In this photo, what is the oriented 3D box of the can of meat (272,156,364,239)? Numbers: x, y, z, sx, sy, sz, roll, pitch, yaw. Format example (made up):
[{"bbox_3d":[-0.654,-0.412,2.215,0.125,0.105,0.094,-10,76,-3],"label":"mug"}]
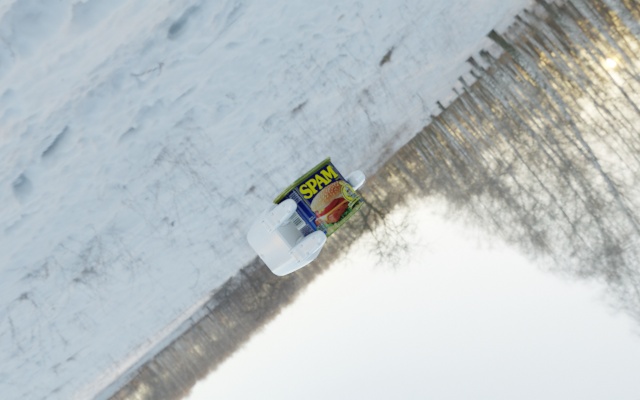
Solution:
[{"bbox_3d":[0.000,0.002,0.650,0.102,0.084,0.057,-39,-1,-38],"label":"can of meat"}]
